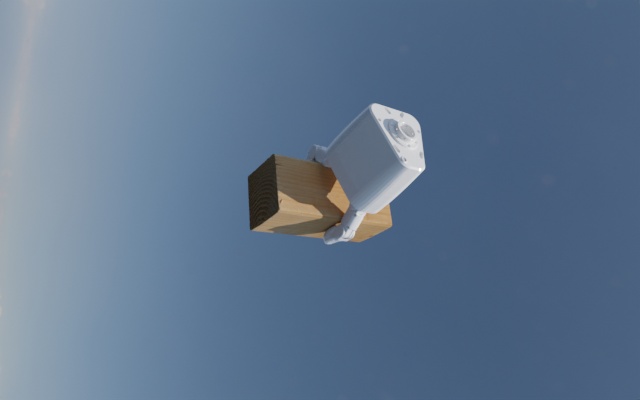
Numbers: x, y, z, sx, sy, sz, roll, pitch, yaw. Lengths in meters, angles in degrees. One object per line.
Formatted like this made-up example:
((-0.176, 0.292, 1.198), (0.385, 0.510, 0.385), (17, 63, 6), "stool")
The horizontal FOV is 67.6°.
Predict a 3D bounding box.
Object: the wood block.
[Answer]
((0.000, 0.003, 0.741), (0.206, 0.090, 0.090), (9, -26, -33), "wood block")
